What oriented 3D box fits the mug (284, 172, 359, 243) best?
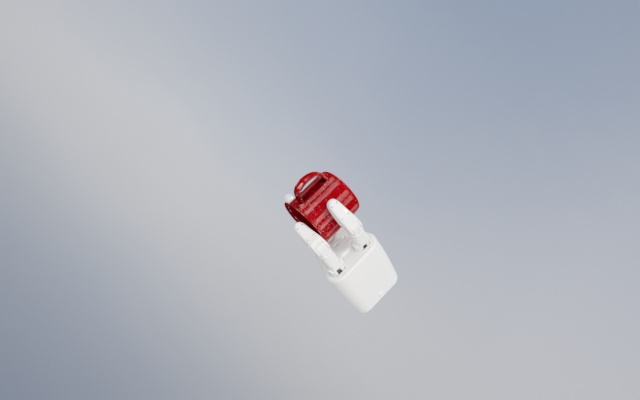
[{"bbox_3d":[0.000,0.001,0.727,0.093,0.081,0.117,32,-18,47],"label":"mug"}]
